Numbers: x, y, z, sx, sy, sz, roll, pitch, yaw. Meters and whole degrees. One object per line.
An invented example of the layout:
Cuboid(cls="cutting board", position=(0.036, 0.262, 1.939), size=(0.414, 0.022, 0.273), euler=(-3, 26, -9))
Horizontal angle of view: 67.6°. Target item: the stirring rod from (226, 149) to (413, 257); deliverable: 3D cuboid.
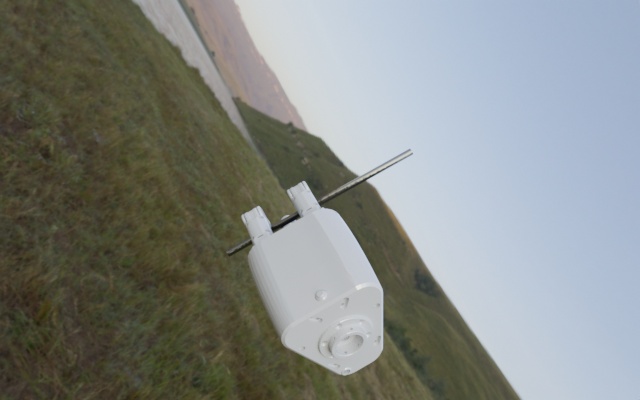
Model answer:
Cuboid(cls="stirring rod", position=(0.000, 0.002, 0.547), size=(0.239, 0.011, 0.011), euler=(-29, 2, -3))
